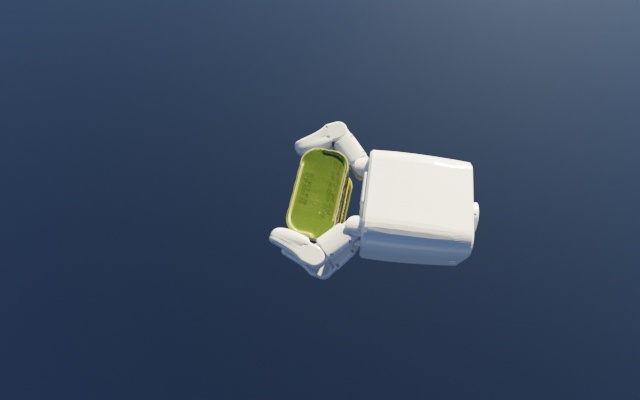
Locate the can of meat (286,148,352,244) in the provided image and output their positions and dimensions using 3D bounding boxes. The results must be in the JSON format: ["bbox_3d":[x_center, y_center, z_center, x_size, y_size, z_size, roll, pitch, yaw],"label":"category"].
[{"bbox_3d":[0.000,0.002,0.527,0.057,0.102,0.084,11,-14,7],"label":"can of meat"}]
